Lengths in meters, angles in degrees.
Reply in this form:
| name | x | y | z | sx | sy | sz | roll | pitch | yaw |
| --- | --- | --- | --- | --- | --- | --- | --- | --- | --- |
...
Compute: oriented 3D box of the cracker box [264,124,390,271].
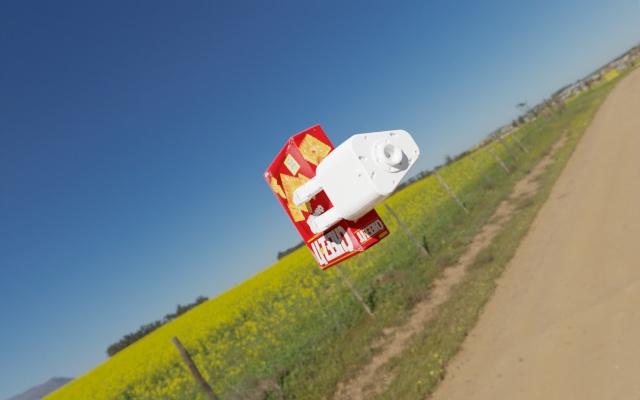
| name | x | y | z | sx | sy | sz | roll | pitch | yaw |
| --- | --- | --- | --- | --- | --- | --- | --- | --- | --- |
| cracker box | 0.000 | 0.002 | 0.823 | 0.072 | 0.213 | 0.164 | -30 | -5 | -29 |
